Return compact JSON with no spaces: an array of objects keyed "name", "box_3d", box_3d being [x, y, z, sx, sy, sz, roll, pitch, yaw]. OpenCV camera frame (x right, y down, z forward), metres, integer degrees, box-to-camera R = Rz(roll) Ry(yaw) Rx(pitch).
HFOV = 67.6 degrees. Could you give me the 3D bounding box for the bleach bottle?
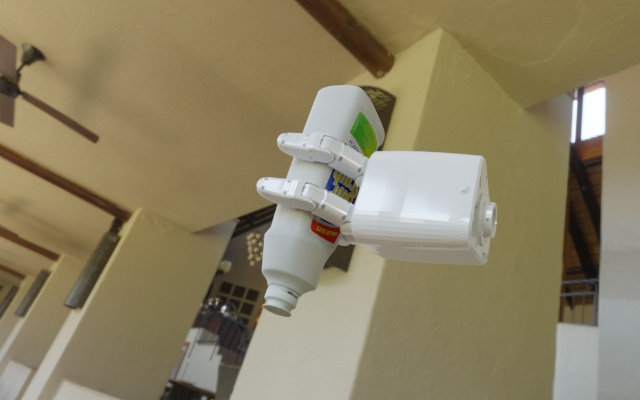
[{"name":"bleach bottle","box_3d":[0.000,0.002,0.503,0.068,0.250,0.103,3,-32,29]}]
